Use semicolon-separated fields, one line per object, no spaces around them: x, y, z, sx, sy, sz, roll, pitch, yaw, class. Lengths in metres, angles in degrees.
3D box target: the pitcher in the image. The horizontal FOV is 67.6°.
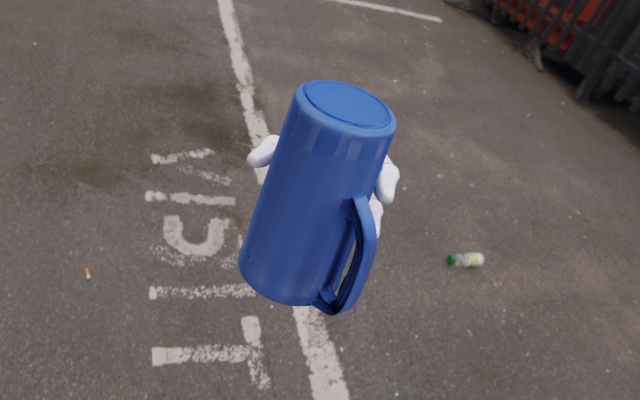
0.000;0.002;0.535;0.149;0.243;0.145;19;36;-1;pitcher
